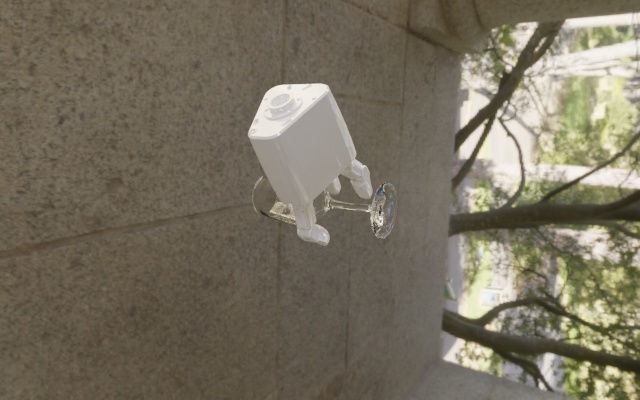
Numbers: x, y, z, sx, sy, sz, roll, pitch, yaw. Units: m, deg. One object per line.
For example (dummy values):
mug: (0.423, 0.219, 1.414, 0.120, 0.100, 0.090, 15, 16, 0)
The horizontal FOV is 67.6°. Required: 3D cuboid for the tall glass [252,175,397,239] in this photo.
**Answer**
tall glass: (0.001, 0.002, 0.671, 0.201, 0.079, 0.079, 7, 4, 32)
